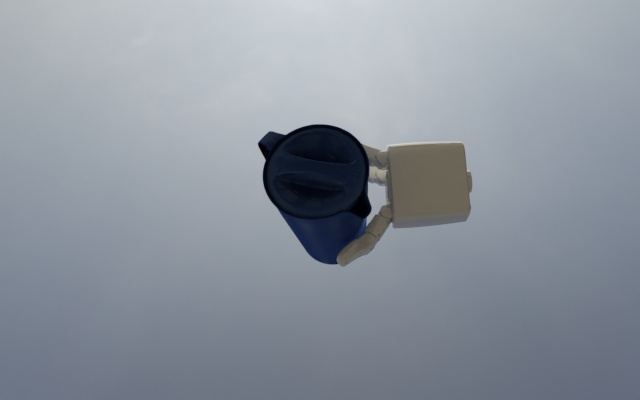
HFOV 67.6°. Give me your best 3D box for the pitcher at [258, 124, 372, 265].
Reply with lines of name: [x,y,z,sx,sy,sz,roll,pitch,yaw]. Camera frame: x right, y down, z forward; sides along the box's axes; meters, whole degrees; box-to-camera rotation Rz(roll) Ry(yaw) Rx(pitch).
pitcher: [0.000,0.002,0.692,0.145,0.149,0.243,-7,-25,4]
